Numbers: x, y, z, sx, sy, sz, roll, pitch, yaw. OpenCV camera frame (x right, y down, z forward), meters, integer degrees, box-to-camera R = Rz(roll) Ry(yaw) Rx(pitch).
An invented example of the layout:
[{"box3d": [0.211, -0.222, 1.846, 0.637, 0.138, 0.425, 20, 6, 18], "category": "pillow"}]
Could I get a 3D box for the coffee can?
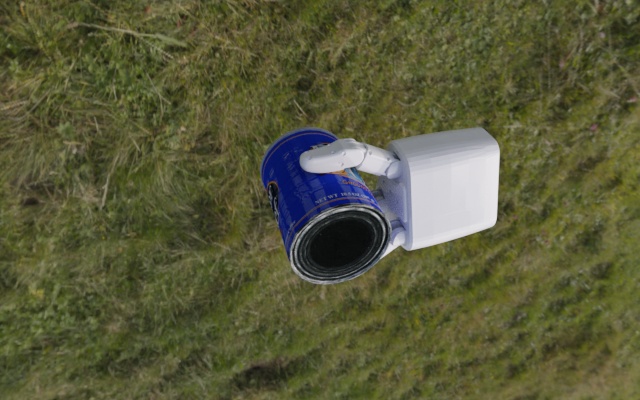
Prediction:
[{"box3d": [0.000, 0.002, 0.502, 0.103, 0.103, 0.140, 0, 38, -21], "category": "coffee can"}]
